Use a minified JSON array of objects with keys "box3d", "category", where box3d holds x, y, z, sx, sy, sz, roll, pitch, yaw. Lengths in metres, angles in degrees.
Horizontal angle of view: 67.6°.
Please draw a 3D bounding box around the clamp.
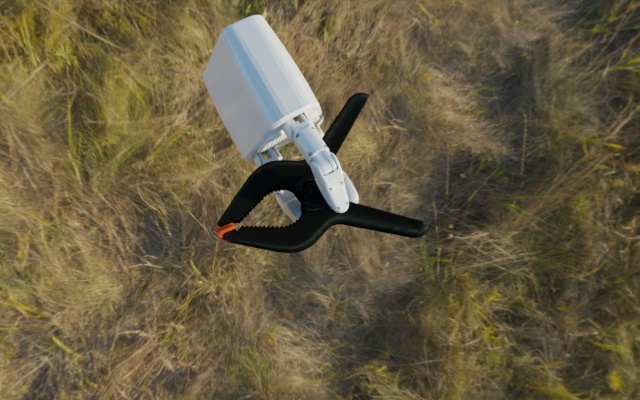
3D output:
[{"box3d":[0.000,0.001,0.480,0.210,0.164,0.036,-29,-6,-13],"category":"clamp"}]
